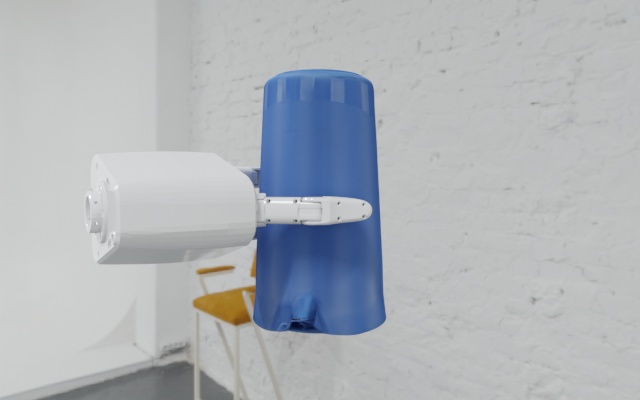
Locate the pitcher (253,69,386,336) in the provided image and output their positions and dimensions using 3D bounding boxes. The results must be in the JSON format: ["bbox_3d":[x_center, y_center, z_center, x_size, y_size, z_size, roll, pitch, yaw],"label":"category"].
[{"bbox_3d":[0.000,0.002,0.484,0.145,0.243,0.149,-2,4,-33],"label":"pitcher"}]
